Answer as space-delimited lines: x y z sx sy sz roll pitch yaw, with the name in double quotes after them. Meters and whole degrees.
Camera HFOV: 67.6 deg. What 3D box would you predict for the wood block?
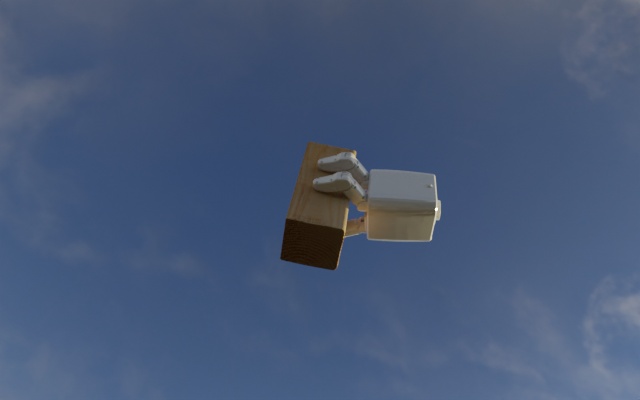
0.000 0.003 0.783 0.090 0.091 0.206 11 40 1 "wood block"
